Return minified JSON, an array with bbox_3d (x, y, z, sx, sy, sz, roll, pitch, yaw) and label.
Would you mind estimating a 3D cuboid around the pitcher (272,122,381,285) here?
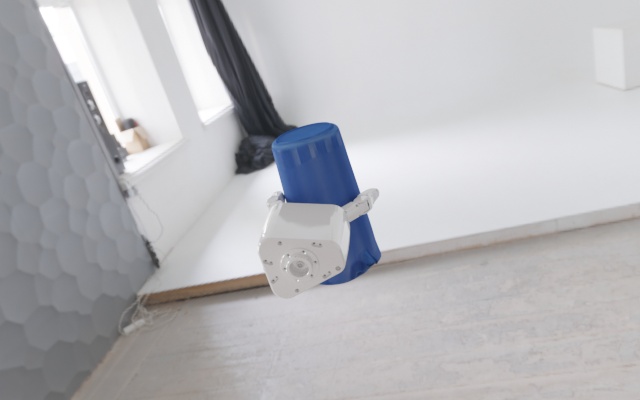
[{"bbox_3d":[0.000,0.003,0.778,0.149,0.243,0.145,-12,21,12],"label":"pitcher"}]
